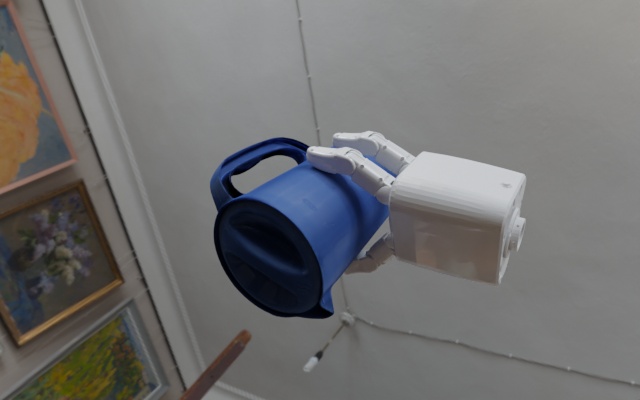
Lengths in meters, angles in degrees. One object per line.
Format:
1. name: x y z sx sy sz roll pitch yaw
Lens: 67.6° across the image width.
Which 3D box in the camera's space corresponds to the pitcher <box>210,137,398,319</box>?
1. pitcher: 0.000 0.002 0.541 0.145 0.149 0.242 12 32 30
